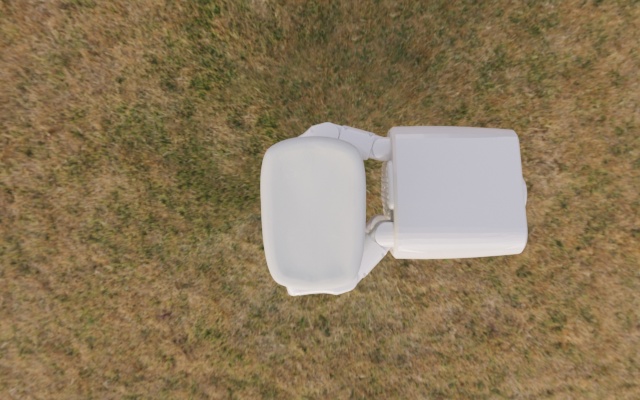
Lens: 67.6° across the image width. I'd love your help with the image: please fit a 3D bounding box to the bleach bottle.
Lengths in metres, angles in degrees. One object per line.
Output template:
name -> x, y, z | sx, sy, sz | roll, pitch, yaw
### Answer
bleach bottle -> 0.000, 0.001, 0.424 | 0.068, 0.102, 0.251 | 0, 4, 2
